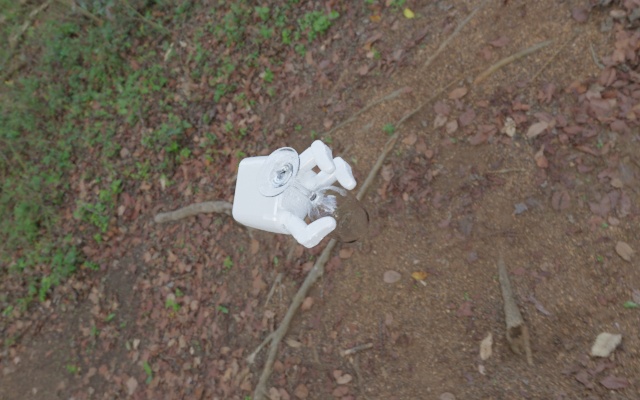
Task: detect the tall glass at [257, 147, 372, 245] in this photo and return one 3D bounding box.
[{"bbox_3d":[0.000,0.002,0.704,0.079,0.079,0.201,0,-24,39],"label":"tall glass"}]
